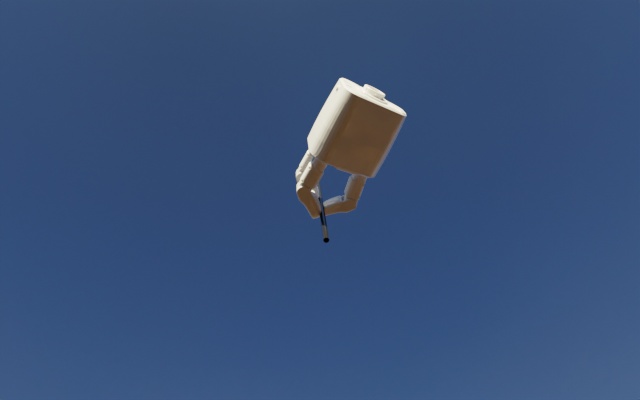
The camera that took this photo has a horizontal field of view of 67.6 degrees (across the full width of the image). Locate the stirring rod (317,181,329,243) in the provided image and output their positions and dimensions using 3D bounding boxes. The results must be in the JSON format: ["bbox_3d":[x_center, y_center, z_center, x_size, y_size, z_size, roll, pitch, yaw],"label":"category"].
[{"bbox_3d":[0.000,0.002,0.747,0.011,0.011,0.239,0,25,-4],"label":"stirring rod"}]
